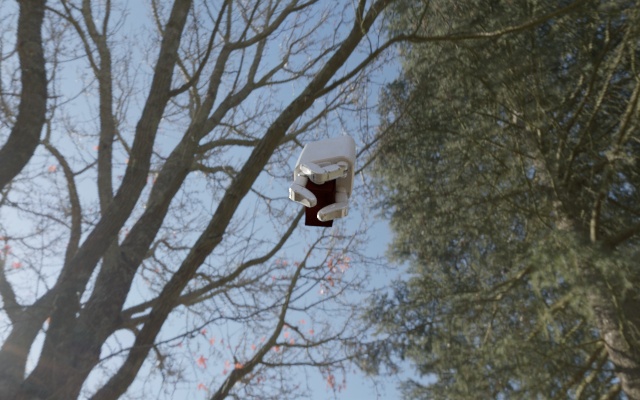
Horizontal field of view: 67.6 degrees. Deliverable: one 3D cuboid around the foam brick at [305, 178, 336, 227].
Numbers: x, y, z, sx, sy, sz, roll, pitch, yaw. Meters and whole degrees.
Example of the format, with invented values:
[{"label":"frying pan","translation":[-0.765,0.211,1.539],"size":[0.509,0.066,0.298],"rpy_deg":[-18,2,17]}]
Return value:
[{"label":"foam brick","translation":[0.000,0.003,0.874],"size":[0.053,0.078,0.051],"rpy_deg":[5,32,5]}]
